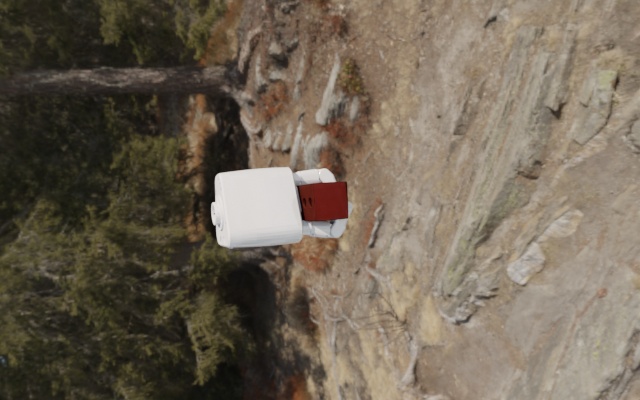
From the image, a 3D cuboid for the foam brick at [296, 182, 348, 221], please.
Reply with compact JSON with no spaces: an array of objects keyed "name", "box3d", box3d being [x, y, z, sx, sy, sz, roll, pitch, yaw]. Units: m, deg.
[{"name":"foam brick","box3d":[0.000,0.002,0.679,0.051,0.053,0.078,-3,-1,-23]}]
